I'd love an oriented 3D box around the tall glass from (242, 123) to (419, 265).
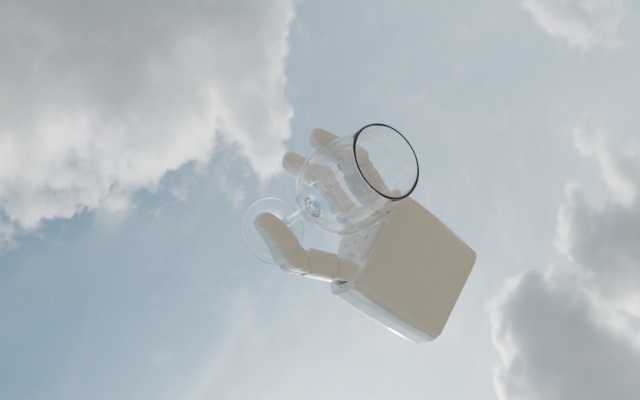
[{"bbox_3d":[0.000,0.002,0.434,0.079,0.079,0.201,0,-18,-32],"label":"tall glass"}]
